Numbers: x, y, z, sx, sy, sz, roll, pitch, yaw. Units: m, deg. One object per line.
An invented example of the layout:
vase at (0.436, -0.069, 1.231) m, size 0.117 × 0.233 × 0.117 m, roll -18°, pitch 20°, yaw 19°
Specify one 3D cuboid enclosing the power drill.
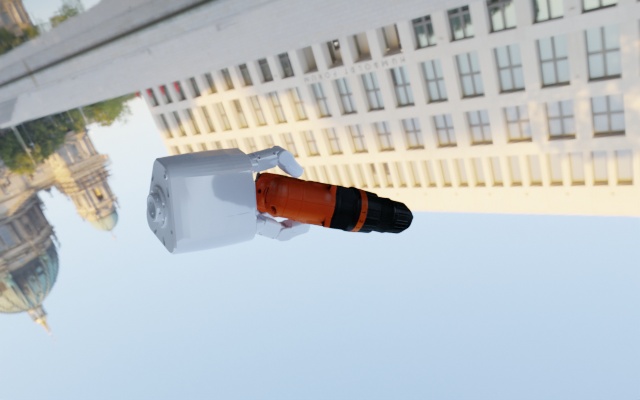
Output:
power drill at (0.000, 0.002, 0.609) m, size 0.184 × 0.057 × 0.187 m, roll 12°, pitch -1°, yaw -23°
